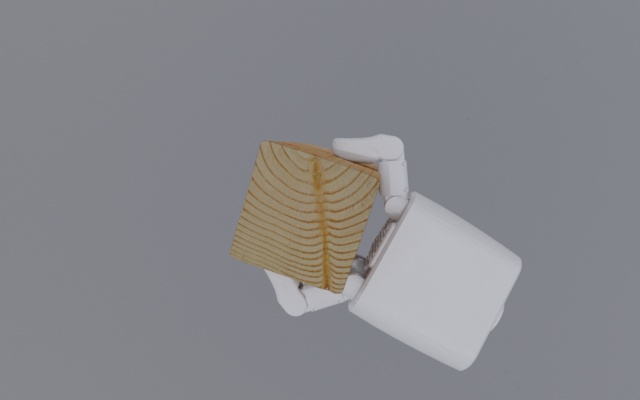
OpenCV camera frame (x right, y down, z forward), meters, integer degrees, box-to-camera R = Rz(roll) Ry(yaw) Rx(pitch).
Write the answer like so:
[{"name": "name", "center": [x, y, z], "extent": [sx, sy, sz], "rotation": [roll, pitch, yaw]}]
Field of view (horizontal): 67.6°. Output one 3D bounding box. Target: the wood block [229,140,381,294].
[{"name": "wood block", "center": [0.001, 0.001, 0.437], "extent": [0.090, 0.091, 0.206], "rotation": [19, 8, 5]}]
